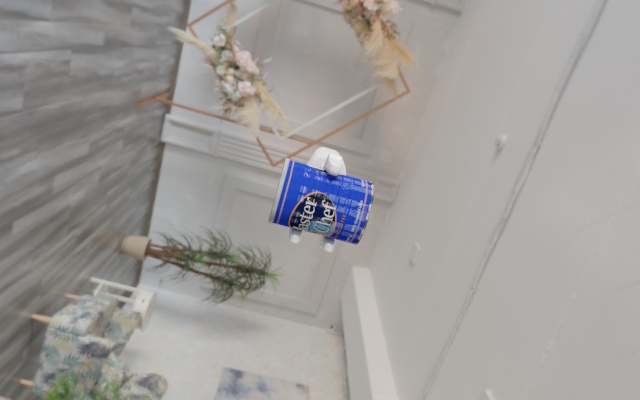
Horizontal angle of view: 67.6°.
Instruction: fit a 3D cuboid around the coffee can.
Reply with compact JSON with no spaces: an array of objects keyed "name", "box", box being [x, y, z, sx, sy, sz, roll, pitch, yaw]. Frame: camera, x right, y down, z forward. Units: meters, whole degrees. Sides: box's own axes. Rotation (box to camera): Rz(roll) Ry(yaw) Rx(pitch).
[{"name":"coffee can","box":[0.000,0.002,0.738,0.140,0.103,0.103,15,-1,-5]}]
